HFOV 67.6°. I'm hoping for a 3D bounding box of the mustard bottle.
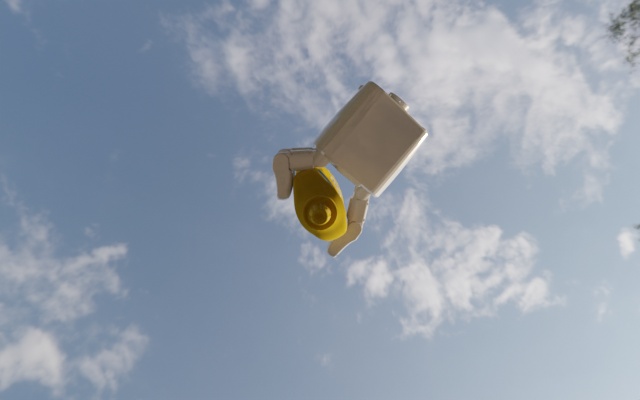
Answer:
[{"bbox_3d":[0.000,0.002,0.619,0.058,0.096,0.191,-25,9,4],"label":"mustard bottle"}]
